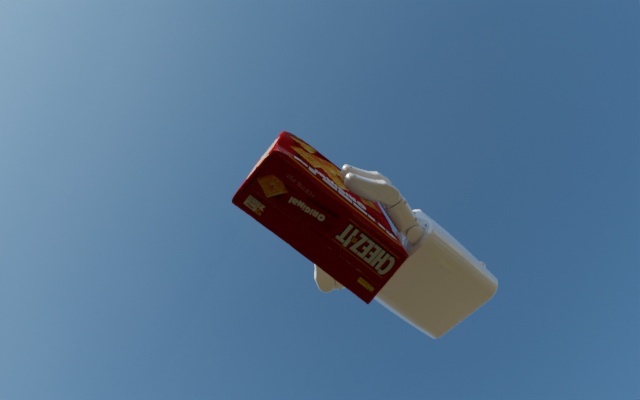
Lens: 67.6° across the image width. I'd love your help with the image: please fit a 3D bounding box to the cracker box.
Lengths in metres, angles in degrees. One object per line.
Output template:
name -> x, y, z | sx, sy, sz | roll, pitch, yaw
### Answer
cracker box -> 0.000, 0.002, 0.535 | 0.164, 0.072, 0.213 | 38, 9, -9
